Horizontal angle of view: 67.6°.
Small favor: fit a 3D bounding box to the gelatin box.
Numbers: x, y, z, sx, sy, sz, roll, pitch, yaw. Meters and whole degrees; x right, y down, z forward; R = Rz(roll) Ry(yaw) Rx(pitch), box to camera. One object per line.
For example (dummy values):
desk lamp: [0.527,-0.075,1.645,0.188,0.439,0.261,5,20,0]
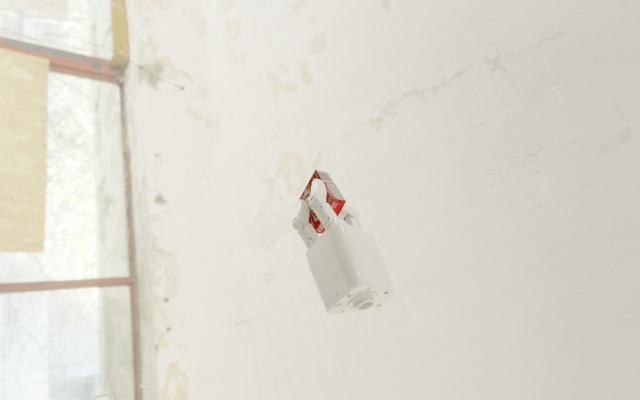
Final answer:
gelatin box: [0.000,0.003,0.807,0.030,0.073,0.089,11,32,-33]
